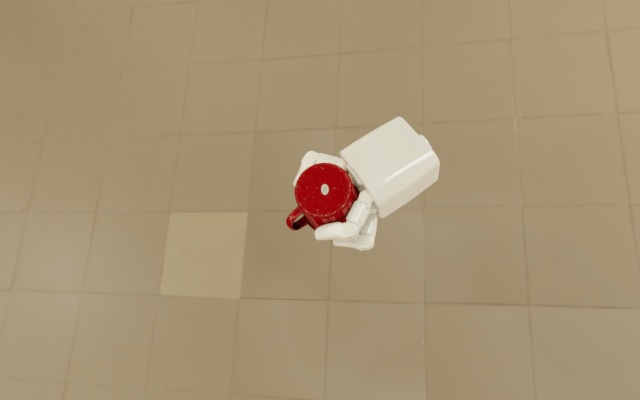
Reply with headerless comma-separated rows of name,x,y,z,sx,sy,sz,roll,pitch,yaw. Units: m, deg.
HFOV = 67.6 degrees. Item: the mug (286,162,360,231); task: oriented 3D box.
mug,-0.001,0.003,0.686,0.117,0.093,0.081,-33,-20,0
